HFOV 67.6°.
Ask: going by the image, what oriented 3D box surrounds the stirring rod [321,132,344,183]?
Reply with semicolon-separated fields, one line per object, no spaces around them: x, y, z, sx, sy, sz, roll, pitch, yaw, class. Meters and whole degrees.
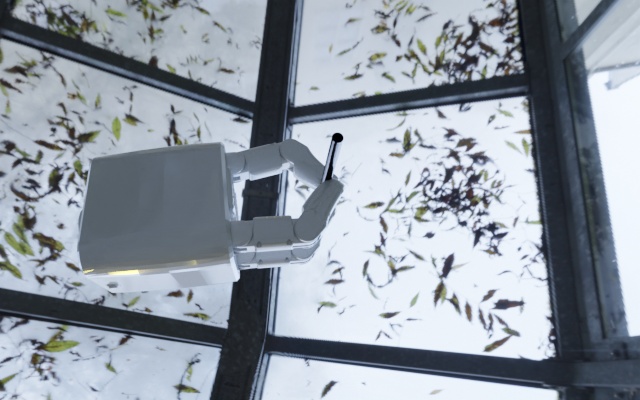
0.000;0.001;0.428;0.011;0.011;0.240;0;-21;-6;stirring rod
